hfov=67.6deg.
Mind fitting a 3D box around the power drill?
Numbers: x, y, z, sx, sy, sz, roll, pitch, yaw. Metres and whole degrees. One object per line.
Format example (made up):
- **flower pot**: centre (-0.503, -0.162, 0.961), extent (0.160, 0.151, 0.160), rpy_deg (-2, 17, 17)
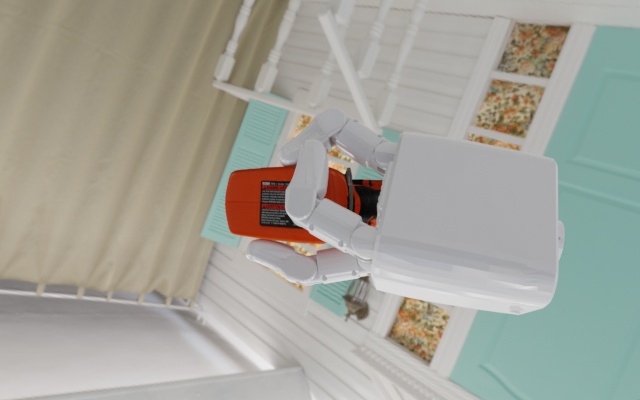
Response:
- **power drill**: centre (0.000, 0.002, 0.440), extent (0.184, 0.057, 0.187), rpy_deg (0, 1, 29)
